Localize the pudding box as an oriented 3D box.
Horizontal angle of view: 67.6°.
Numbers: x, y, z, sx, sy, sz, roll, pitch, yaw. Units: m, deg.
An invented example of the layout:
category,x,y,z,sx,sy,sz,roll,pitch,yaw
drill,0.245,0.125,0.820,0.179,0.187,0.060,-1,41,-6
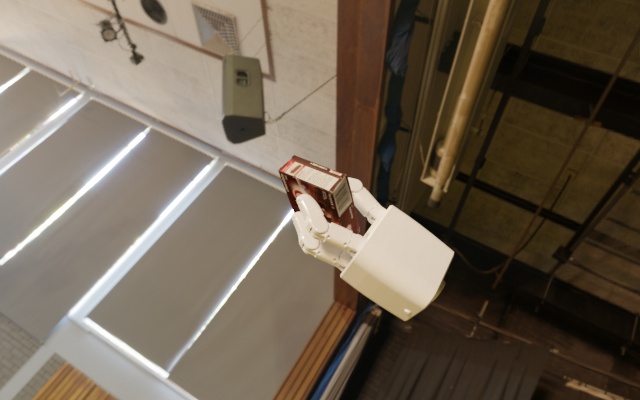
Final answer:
category,x,y,z,sx,sy,sz,roll,pitch,yaw
pudding box,0.000,0.002,0.634,0.090,0.114,0.039,22,55,32
